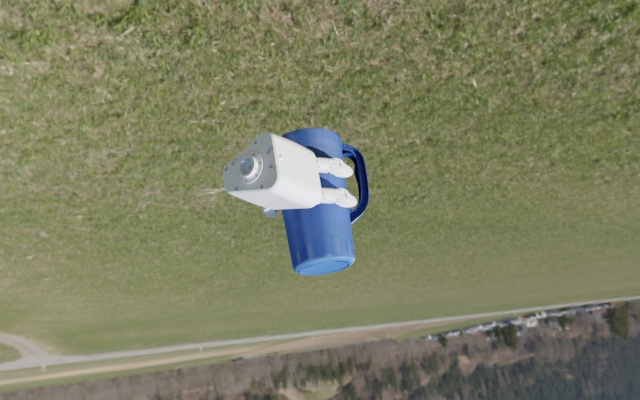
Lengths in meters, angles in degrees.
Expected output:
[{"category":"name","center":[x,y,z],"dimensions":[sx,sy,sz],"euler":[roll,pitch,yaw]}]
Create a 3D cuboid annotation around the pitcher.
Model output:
[{"category":"pitcher","center":[0.000,0.003,0.853],"dimensions":[0.149,0.242,0.145],"euler":[-20,-23,27]}]
